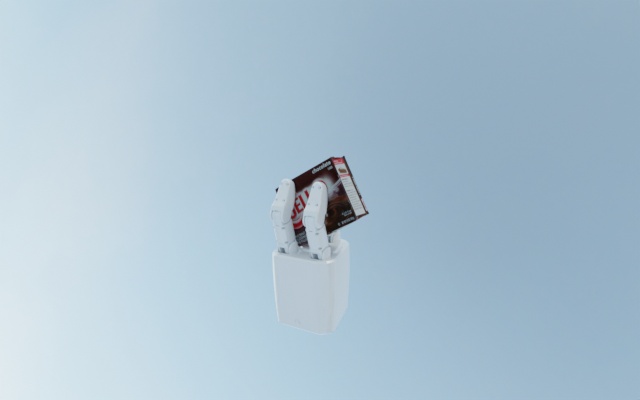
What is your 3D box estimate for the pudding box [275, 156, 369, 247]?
[{"bbox_3d":[0.000,0.002,0.653,0.113,0.090,0.039,-27,-7,34],"label":"pudding box"}]
